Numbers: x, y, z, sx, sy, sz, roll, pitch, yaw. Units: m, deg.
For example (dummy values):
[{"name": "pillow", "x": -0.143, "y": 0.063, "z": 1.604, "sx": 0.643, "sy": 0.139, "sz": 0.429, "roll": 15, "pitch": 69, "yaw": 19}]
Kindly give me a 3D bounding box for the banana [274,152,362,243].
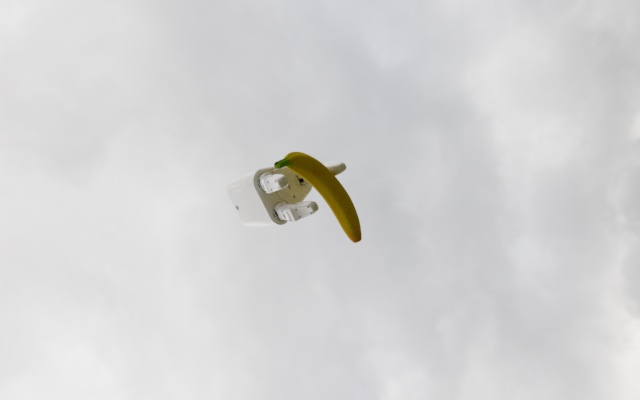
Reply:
[{"name": "banana", "x": 0.005, "y": -0.014, "z": 0.739, "sx": 0.198, "sy": 0.069, "sz": 0.037, "roll": 43, "pitch": -34, "yaw": -27}]
